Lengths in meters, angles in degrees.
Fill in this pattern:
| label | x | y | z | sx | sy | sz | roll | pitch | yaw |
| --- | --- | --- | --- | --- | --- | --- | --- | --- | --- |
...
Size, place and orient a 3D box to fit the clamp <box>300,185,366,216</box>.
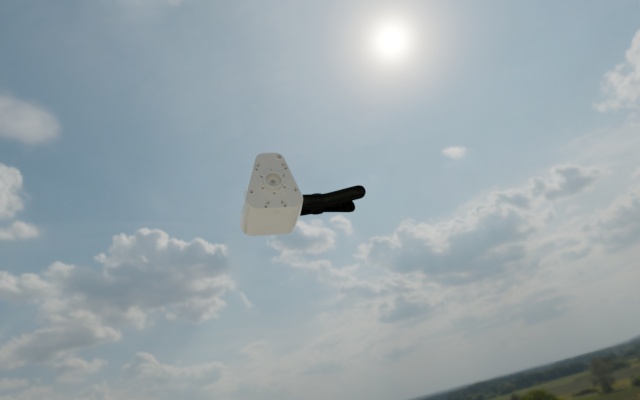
| label | x | y | z | sx | sy | sz | roll | pitch | yaw |
| --- | --- | --- | --- | --- | --- | --- | --- | --- | --- |
| clamp | 0.000 | 0.002 | 0.883 | 0.171 | 0.039 | 0.120 | -7 | -21 | -17 |
